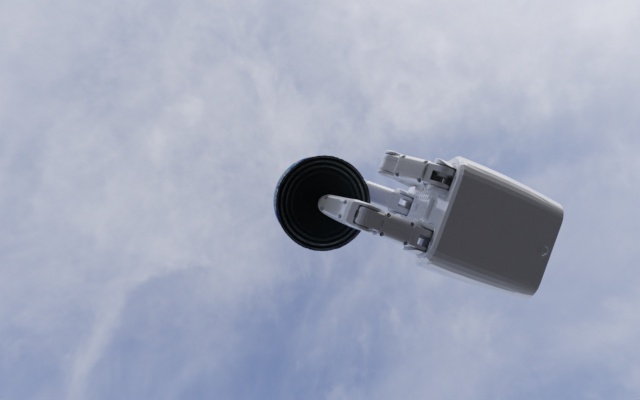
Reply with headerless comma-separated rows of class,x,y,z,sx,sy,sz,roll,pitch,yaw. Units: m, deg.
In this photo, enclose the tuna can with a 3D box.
tuna can,0.000,0.001,0.439,0.086,0.086,0.033,0,5,-11
